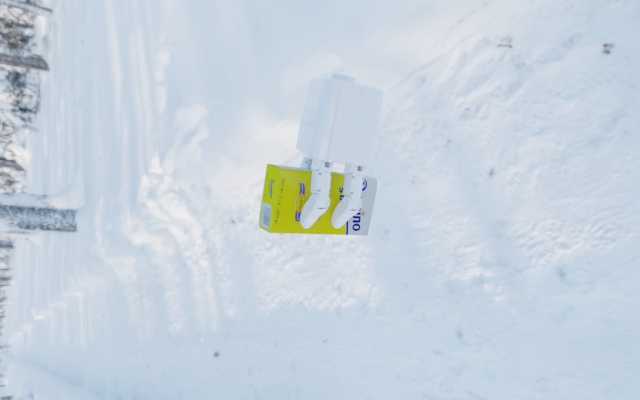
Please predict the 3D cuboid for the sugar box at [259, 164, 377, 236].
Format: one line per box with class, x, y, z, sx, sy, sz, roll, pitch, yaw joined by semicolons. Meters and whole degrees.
sugar box;0.000;0.002;0.702;0.176;0.093;0.048;4;11;-32
